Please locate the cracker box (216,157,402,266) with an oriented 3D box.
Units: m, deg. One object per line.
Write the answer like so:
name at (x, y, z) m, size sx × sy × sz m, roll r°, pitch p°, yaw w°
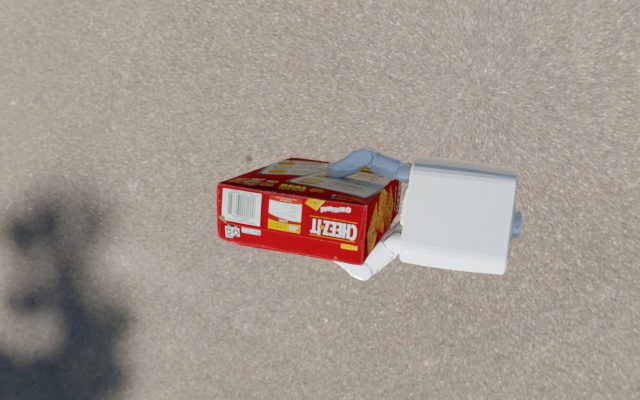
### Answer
cracker box at (0.000, 0.002, 0.574) m, size 0.164 × 0.072 × 0.213 m, roll 8°, pitch 14°, yaw 17°
